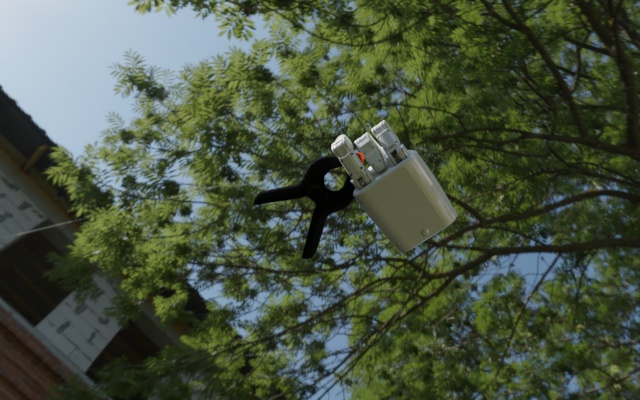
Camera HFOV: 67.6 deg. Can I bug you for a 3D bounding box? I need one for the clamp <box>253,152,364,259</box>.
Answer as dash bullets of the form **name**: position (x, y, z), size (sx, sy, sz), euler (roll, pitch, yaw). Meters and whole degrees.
- **clamp**: position (0.000, 0.002, 0.676), size (0.171, 0.120, 0.039), euler (-33, 9, 19)
